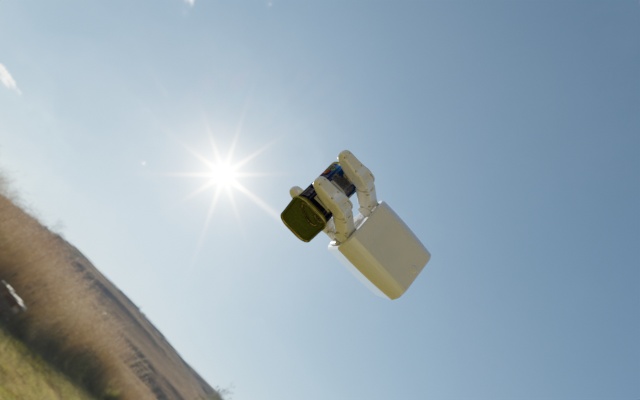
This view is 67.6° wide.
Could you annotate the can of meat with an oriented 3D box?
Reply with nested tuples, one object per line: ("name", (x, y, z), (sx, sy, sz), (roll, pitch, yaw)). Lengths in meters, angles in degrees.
("can of meat", (0.000, 0.002, 0.663), (0.084, 0.057, 0.102), (-45, -1, -28))
